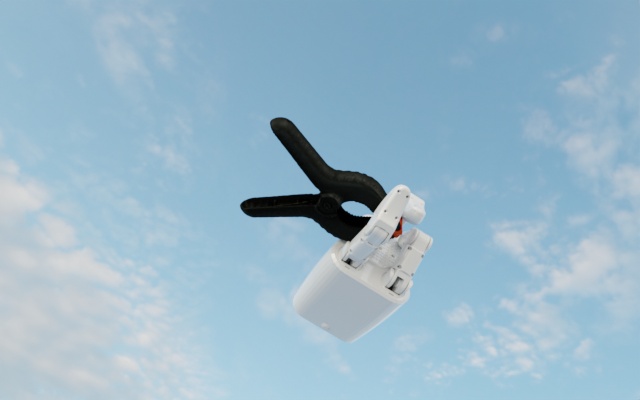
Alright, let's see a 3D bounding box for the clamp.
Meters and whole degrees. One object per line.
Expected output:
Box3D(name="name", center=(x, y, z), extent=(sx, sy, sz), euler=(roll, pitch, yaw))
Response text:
Box3D(name="clamp", center=(0.000, 0.001, 0.496), extent=(0.171, 0.120, 0.039), euler=(32, 39, -6))
